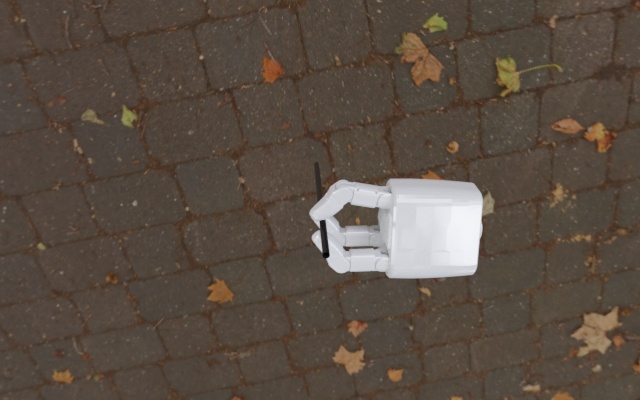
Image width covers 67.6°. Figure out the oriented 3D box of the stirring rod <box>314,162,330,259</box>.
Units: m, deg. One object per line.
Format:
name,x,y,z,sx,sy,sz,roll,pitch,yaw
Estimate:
stirring rod,0.000,0.002,0.611,0.011,0.011,0.239,0,28,-3
